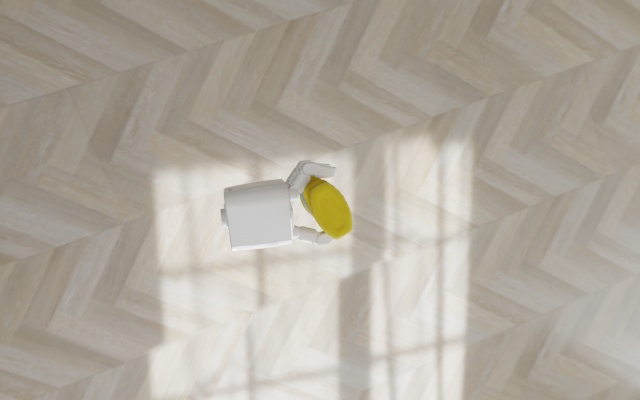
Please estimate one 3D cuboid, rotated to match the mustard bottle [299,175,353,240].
[{"bbox_3d":[0.001,0.003,0.838,0.058,0.096,0.191,-31,13,-5],"label":"mustard bottle"}]
